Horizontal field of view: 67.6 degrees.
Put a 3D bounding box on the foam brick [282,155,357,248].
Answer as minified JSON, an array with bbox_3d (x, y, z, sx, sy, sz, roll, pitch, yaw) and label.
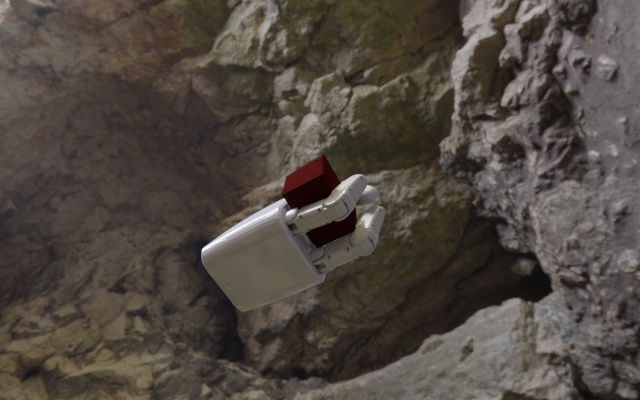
[{"bbox_3d":[0.000,0.001,0.524,0.051,0.078,0.053,-26,23,15],"label":"foam brick"}]
